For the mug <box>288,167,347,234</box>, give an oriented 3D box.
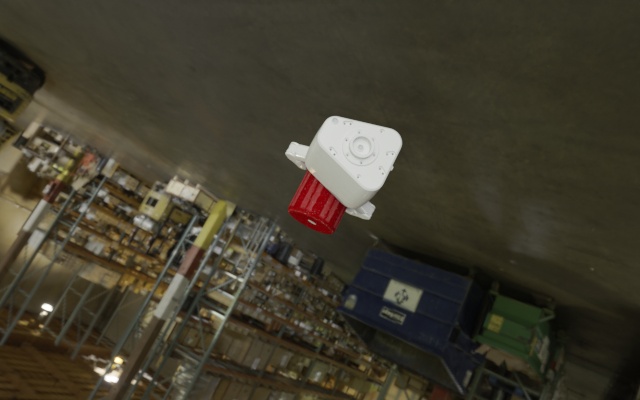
[{"bbox_3d":[0.000,0.003,0.759,0.093,0.081,0.117,27,-15,-1],"label":"mug"}]
